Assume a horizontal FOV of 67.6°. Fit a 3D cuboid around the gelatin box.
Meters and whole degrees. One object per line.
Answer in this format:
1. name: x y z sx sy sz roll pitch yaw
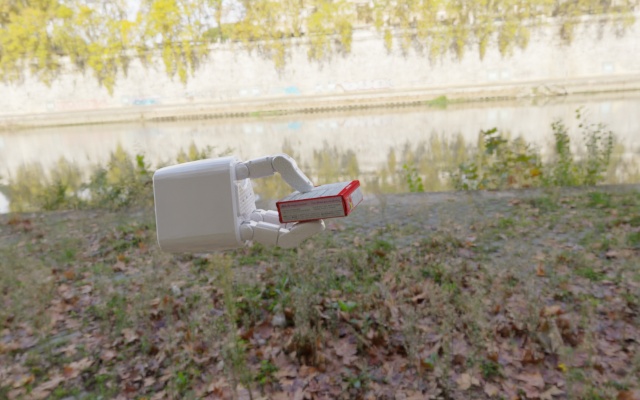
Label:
1. gelatin box: 0.000 0.001 0.589 0.089 0.030 0.073 -8 12 22
